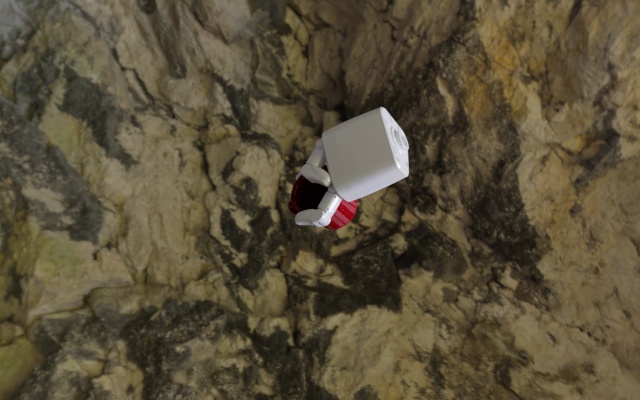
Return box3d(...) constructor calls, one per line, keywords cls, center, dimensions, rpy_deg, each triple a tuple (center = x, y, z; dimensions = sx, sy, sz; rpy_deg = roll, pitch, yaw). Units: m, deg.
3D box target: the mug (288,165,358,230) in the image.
box3d(cls="mug", center=(-0.001, 0.003, 0.817), dimensions=(0.117, 0.093, 0.081), rpy_deg=(-22, -37, 26))
